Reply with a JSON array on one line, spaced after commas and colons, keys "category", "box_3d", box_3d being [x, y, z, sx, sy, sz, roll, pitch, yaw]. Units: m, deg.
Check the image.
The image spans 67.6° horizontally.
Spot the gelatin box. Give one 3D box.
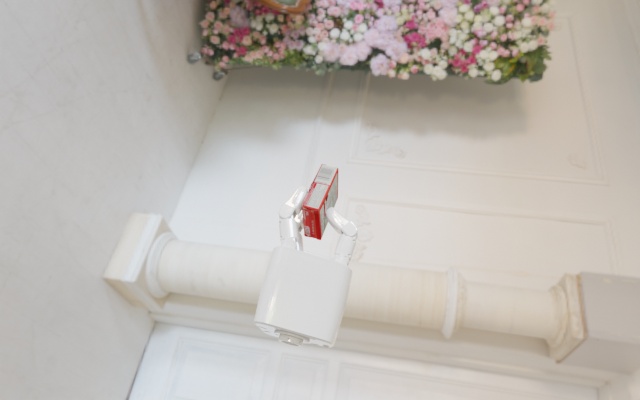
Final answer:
[{"category": "gelatin box", "box_3d": [0.001, 0.002, 0.713, 0.030, 0.089, 0.073, 15, -36, 13]}]
